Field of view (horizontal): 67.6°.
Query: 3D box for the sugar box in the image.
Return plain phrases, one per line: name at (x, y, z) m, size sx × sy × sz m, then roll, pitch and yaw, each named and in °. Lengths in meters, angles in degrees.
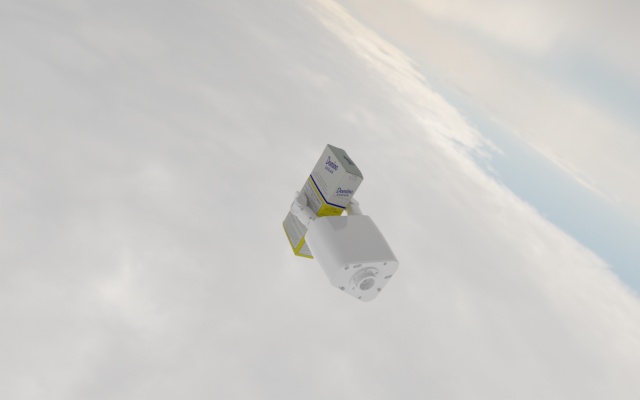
sugar box at (0.001, 0.003, 0.813) m, size 0.048 × 0.176 × 0.093 m, roll 18°, pitch 27°, yaw -33°
